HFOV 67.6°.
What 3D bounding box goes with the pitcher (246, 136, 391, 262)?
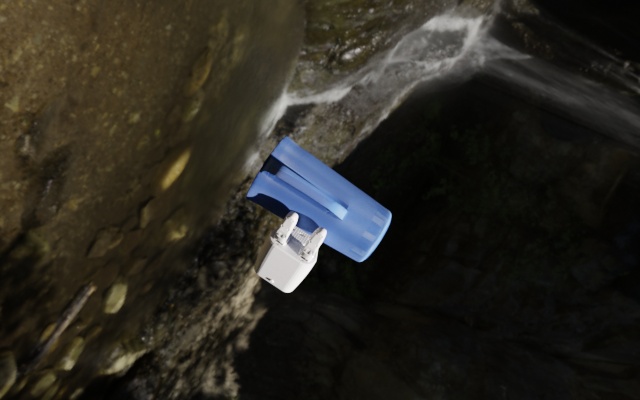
[{"bbox_3d":[0.000,0.003,0.843,0.243,0.145,0.149,33,40,0],"label":"pitcher"}]
